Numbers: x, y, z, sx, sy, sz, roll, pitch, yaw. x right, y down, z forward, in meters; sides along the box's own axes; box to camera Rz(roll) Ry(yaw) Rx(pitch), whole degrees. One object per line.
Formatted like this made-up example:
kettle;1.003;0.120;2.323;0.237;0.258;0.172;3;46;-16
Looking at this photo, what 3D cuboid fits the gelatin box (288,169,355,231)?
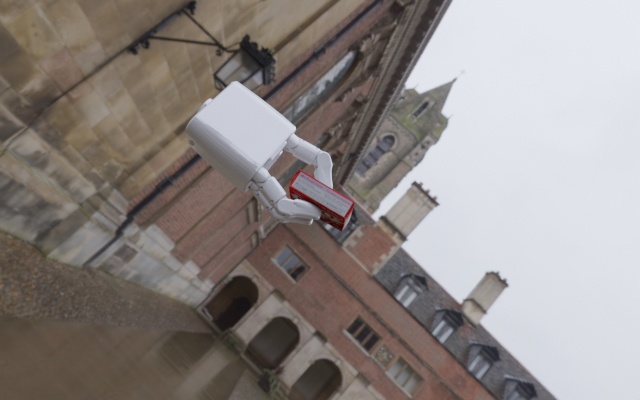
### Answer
gelatin box;0.001;0.002;0.650;0.089;0.030;0.073;30;-15;7
